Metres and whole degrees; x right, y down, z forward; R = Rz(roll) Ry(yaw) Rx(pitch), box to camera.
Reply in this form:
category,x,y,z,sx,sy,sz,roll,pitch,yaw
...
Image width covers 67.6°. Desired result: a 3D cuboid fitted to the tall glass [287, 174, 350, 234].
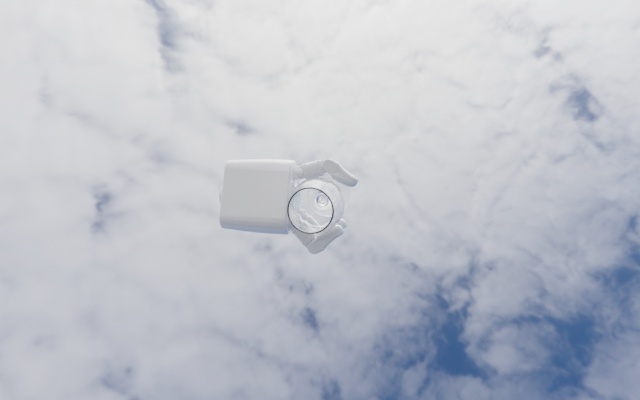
category,x,y,z,sx,sy,sz,roll,pitch,yaw
tall glass,0.000,0.002,0.717,0.079,0.079,0.201,0,6,8
